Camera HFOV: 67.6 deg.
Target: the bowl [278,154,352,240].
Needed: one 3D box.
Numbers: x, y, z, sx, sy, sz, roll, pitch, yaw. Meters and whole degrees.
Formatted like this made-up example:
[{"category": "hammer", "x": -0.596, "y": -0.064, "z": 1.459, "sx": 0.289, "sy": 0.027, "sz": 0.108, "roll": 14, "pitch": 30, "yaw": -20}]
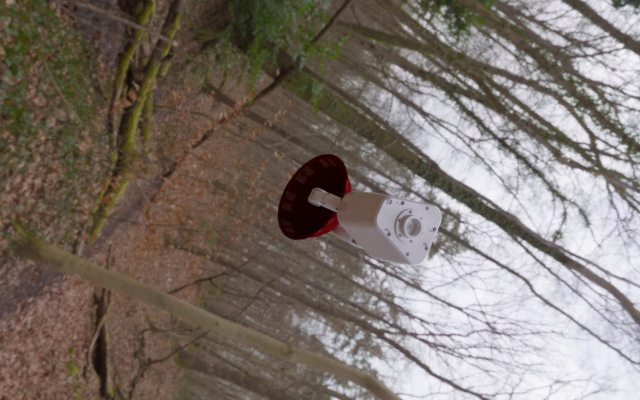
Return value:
[{"category": "bowl", "x": 0.000, "y": 0.002, "z": 0.827, "sx": 0.162, "sy": 0.162, "sz": 0.055, "roll": 0, "pitch": -25, "yaw": 47}]
